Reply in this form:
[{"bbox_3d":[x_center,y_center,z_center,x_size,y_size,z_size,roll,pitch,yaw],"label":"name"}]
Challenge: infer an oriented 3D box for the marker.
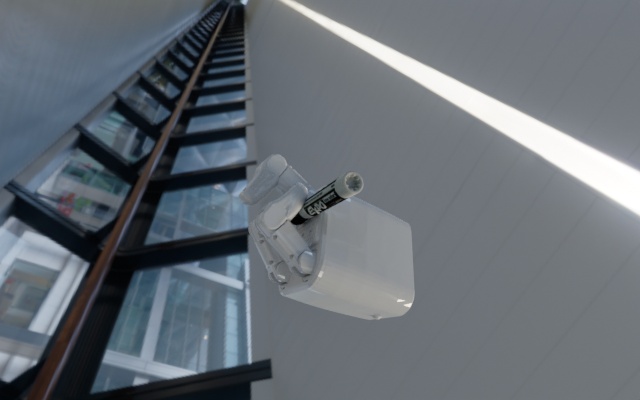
[{"bbox_3d":[0.000,0.001,0.427,0.020,0.020,0.121,0,-15,-27],"label":"marker"}]
